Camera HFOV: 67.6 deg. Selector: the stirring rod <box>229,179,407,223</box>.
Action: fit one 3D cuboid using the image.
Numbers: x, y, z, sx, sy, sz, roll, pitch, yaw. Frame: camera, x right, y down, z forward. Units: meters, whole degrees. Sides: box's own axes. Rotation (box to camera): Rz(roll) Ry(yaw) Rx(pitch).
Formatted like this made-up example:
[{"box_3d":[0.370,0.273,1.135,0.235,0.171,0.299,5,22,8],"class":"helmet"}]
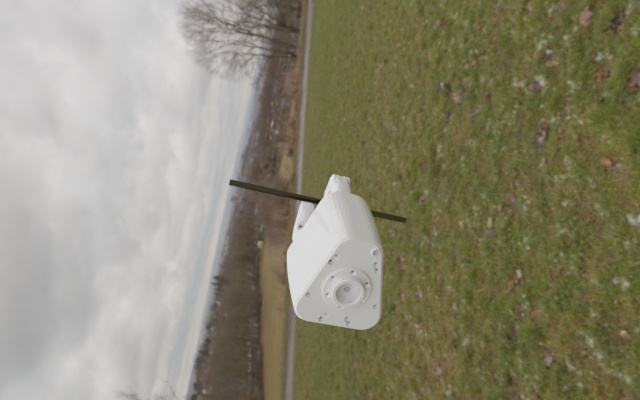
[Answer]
[{"box_3d":[0.000,0.002,0.626,0.239,0.011,0.011,12,-2,-11],"class":"stirring rod"}]
